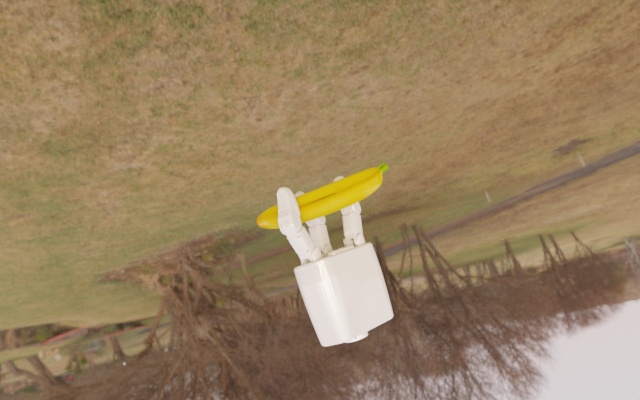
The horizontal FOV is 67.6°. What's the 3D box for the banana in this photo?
[{"bbox_3d":[0.001,0.002,0.631,0.198,0.037,0.069,-22,0,8],"label":"banana"}]
